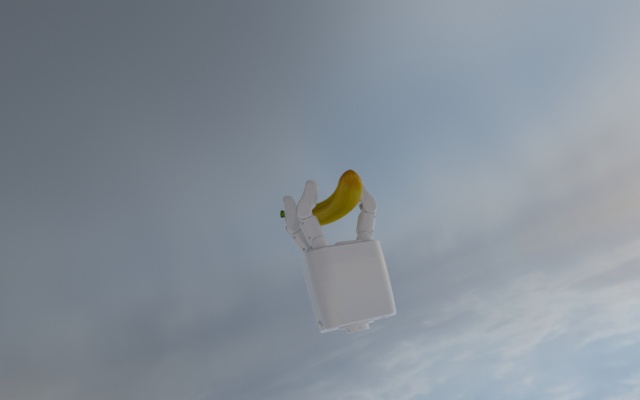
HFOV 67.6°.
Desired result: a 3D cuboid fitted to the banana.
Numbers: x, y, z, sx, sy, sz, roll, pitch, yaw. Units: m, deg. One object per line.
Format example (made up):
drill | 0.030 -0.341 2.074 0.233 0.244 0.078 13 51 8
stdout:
banana | 0.014 0.005 0.704 0.069 0.037 0.198 6 -23 -32
